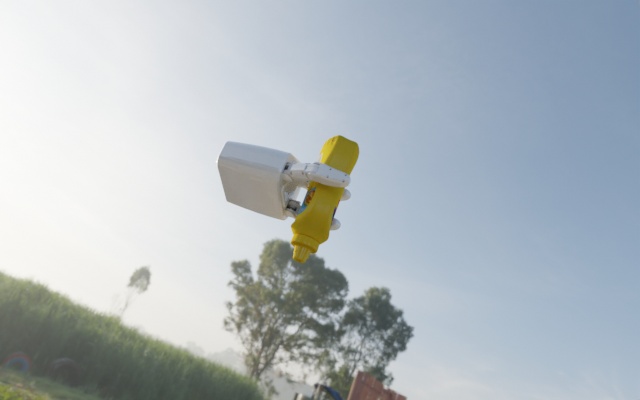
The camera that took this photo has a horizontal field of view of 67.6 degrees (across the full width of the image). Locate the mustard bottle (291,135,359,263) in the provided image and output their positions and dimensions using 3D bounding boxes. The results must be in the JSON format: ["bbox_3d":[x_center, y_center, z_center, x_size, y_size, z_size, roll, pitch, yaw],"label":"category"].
[{"bbox_3d":[0.001,0.002,0.711,0.058,0.191,0.096,24,-22,-7],"label":"mustard bottle"}]
